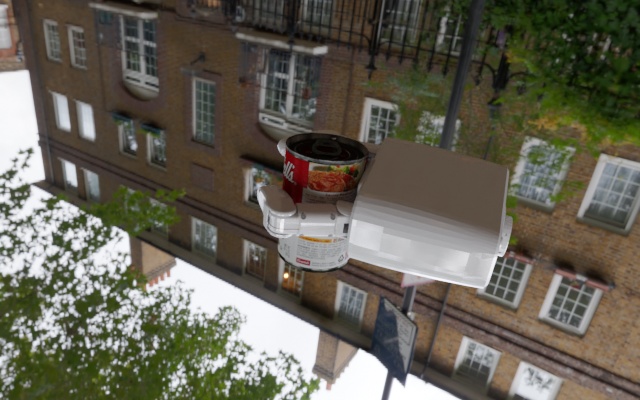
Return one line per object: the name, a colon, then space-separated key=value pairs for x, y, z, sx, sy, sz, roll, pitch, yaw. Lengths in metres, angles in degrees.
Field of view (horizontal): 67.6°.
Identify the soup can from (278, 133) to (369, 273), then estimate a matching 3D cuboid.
soup can: x=0.000 y=0.002 z=0.407 sx=0.068 sy=0.102 sz=0.068 roll=6 pitch=26 yaw=-3
